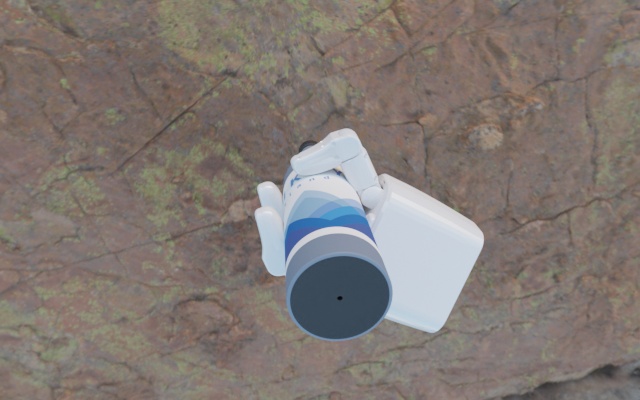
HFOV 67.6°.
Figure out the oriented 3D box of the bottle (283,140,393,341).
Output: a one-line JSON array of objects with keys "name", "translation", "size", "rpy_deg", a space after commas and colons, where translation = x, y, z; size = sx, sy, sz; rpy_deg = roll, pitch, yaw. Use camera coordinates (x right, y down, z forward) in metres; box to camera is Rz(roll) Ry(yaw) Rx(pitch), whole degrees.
[{"name": "bottle", "translation": [0.000, 0.001, 0.428], "size": [0.069, 0.069, 0.295], "rpy_deg": [0, 24, -5]}]
